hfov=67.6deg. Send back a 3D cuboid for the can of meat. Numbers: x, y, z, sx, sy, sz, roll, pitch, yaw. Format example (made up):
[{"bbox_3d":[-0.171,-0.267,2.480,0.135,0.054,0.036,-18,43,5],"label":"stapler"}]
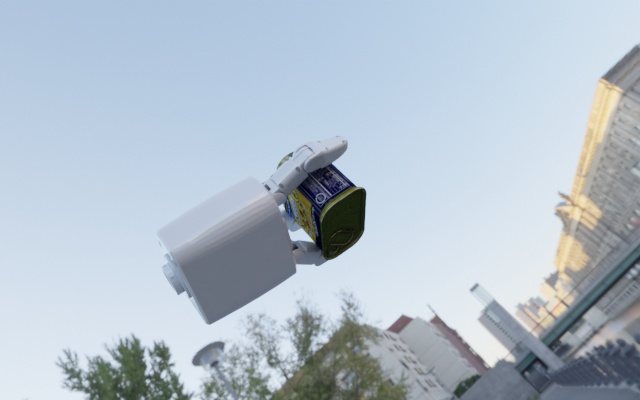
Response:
[{"bbox_3d":[0.000,0.001,0.514,0.057,0.084,0.102,-33,-32,-20],"label":"can of meat"}]
